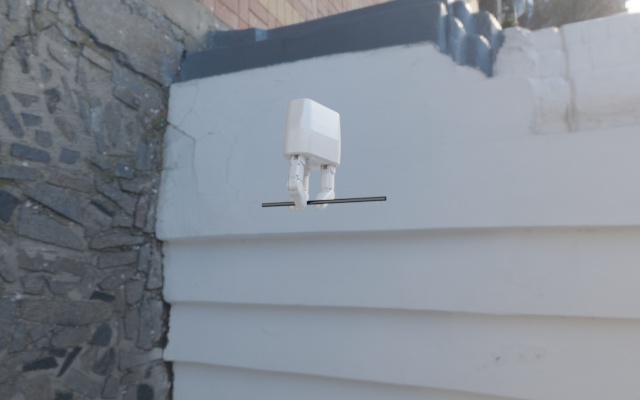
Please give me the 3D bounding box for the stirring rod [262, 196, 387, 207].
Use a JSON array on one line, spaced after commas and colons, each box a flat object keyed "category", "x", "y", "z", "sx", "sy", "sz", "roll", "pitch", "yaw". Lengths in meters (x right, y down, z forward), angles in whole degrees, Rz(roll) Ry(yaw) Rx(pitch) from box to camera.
[{"category": "stirring rod", "x": 0.000, "y": 0.003, "z": 0.848, "sx": 0.239, "sy": 0.011, "sz": 0.011, "roll": -3, "pitch": -1, "yaw": 25}]
